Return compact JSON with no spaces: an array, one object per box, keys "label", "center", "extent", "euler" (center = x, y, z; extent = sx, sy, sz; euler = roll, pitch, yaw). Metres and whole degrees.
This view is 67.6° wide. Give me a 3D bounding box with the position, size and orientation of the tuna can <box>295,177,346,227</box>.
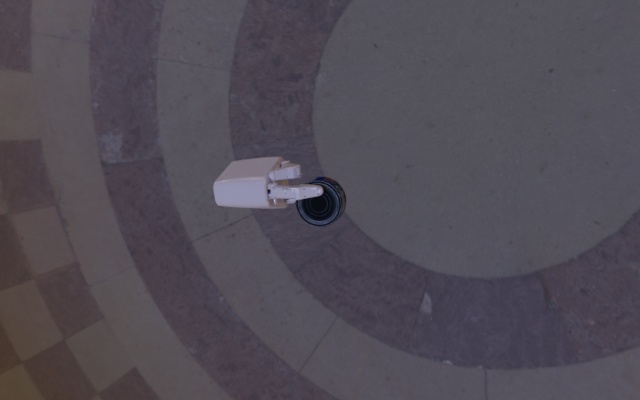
[{"label":"tuna can","center":[0.000,0.003,0.835],"extent":[0.086,0.086,0.033],"euler":[0,12,15]}]
